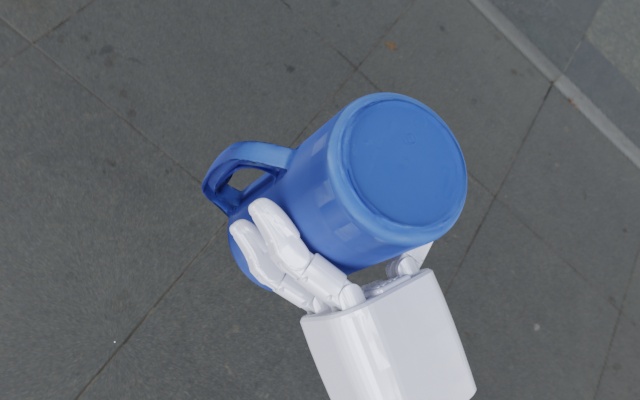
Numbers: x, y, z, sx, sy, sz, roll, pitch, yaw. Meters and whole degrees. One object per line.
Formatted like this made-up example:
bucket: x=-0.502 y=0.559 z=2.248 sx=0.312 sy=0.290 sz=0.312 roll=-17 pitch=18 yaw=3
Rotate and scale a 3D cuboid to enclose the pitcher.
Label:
pitcher: x=0.000 y=0.002 z=0.413 sx=0.149 sy=0.145 sz=0.243 roll=-17 pitch=-7 yaw=-27
